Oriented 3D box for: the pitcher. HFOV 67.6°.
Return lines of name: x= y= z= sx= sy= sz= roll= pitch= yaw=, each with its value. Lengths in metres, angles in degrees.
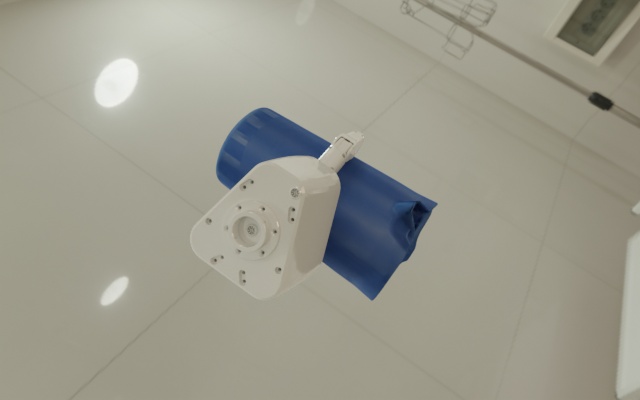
pitcher: x=0.000 y=0.002 z=0.569 sx=0.243 sy=0.149 sz=0.145 roll=34 pitch=15 yaw=10
